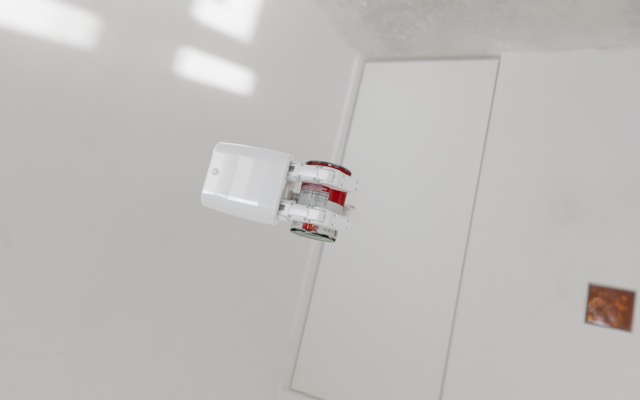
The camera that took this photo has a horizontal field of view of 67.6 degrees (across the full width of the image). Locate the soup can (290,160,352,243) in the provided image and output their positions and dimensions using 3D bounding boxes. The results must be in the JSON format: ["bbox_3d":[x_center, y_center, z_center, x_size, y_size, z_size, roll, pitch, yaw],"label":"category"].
[{"bbox_3d":[0.001,0.003,0.674,0.068,0.102,0.068,13,-10,2],"label":"soup can"}]
